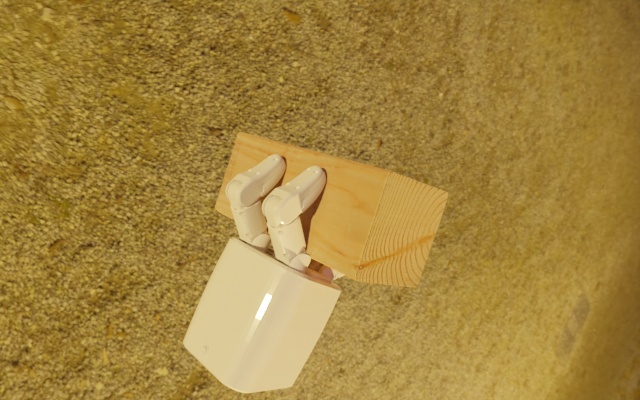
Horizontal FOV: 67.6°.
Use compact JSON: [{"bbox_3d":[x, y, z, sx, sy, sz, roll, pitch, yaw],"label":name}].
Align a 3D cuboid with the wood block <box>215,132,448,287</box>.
[{"bbox_3d":[0.000,0.002,0.457,0.091,0.090,0.206,15,4,-46],"label":"wood block"}]
